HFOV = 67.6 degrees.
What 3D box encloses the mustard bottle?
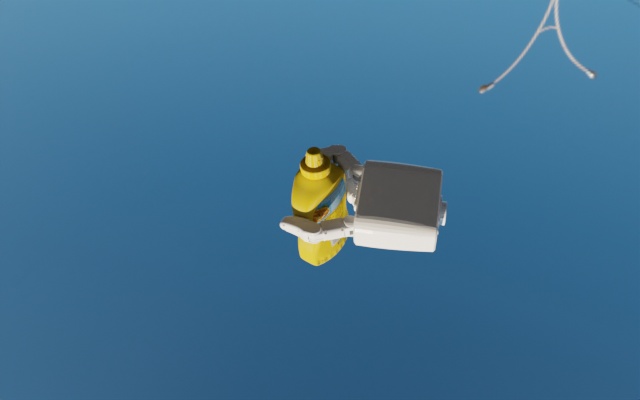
[{"bbox_3d":[0.000,0.002,0.678,0.058,0.192,0.096,26,55,27],"label":"mustard bottle"}]
